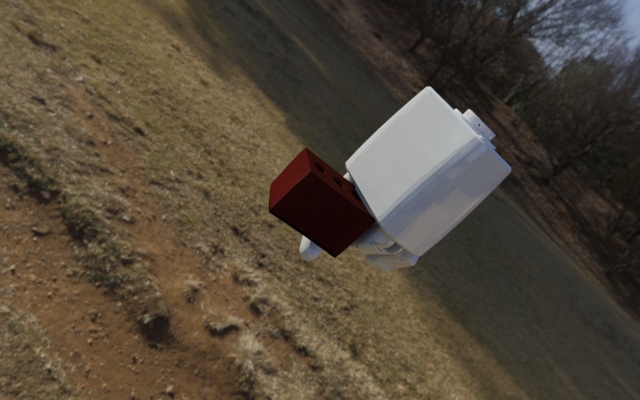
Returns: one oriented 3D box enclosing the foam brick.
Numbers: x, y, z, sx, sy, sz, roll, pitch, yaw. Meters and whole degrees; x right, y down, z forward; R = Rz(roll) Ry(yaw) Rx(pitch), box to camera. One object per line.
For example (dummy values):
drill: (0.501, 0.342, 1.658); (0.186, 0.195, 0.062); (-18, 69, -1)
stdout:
foam brick: (0.000, 0.001, 0.422); (0.078, 0.051, 0.053); (36, 21, -24)
